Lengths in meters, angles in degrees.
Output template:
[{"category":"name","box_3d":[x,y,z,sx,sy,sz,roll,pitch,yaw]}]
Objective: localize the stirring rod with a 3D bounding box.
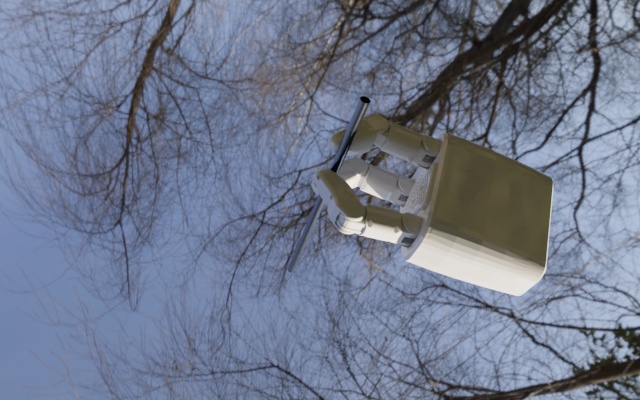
[{"category":"stirring rod","box_3d":[0.000,0.001,0.435,0.011,0.011,0.240,0,-38,-20]}]
